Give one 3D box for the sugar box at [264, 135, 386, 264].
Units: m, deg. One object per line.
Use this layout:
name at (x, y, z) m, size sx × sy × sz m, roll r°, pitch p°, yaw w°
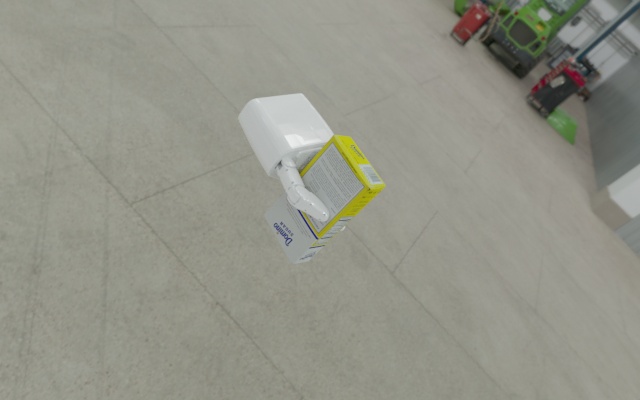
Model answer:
sugar box at (0.000, 0.002, 0.670) m, size 0.048 × 0.093 × 0.176 m, roll -5°, pitch -34°, yaw -49°
